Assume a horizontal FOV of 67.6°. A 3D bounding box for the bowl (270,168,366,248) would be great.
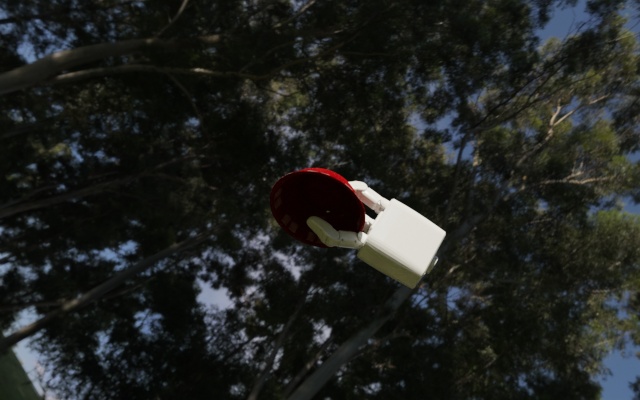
[{"bbox_3d":[-0.001,0.002,0.789,0.162,0.162,0.055,0,39,20],"label":"bowl"}]
